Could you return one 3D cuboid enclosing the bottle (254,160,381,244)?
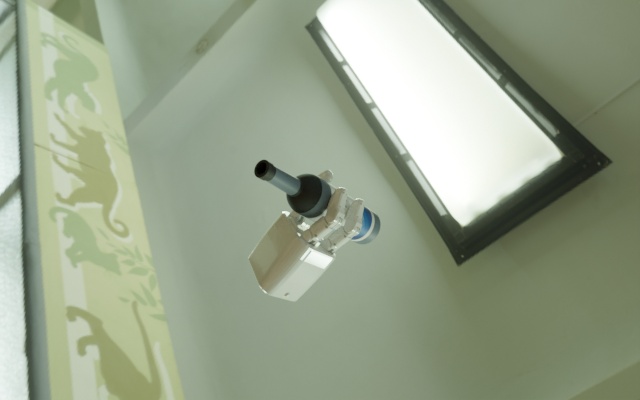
[{"bbox_3d":[0.000,0.003,0.775,0.069,0.069,0.296,0,-19,36],"label":"bottle"}]
